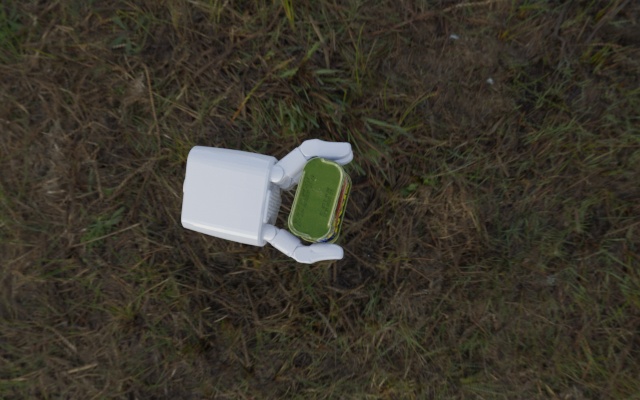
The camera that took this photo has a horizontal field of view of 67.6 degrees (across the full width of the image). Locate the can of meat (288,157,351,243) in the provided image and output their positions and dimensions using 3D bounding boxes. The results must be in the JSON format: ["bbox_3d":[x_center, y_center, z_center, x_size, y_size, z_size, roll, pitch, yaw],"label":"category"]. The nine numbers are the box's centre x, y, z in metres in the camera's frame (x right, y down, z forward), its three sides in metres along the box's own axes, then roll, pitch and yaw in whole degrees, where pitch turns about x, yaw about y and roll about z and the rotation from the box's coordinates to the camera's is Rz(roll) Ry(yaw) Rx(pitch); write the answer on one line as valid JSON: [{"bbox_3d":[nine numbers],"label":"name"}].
[{"bbox_3d":[0.000,0.002,0.594,0.057,0.102,0.084,14,-5,9],"label":"can of meat"}]
